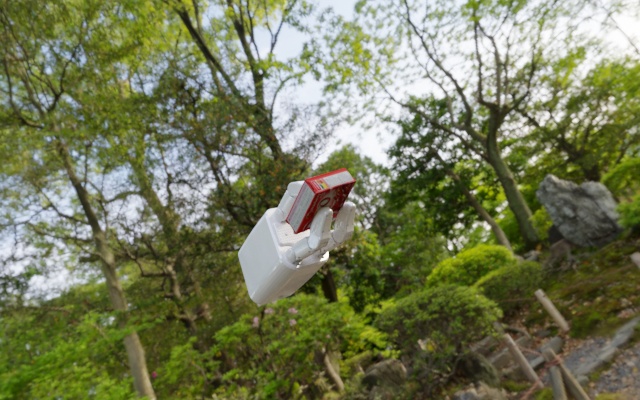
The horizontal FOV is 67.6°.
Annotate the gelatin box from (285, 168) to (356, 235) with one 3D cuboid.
[{"bbox_3d":[0.000,0.002,0.654,0.073,0.030,0.089,-18,-32,-38],"label":"gelatin box"}]
